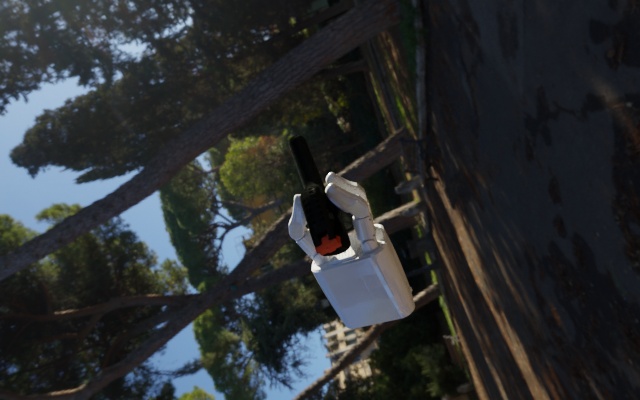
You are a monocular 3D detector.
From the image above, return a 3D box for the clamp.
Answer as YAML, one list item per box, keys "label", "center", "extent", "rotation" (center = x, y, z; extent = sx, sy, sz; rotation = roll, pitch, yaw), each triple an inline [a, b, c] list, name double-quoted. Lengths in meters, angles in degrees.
- label: "clamp"
  center: [-0.001, 0.003, 0.621]
  extent: [0.036, 0.164, 0.210]
  rotation: [-29, 15, 11]
